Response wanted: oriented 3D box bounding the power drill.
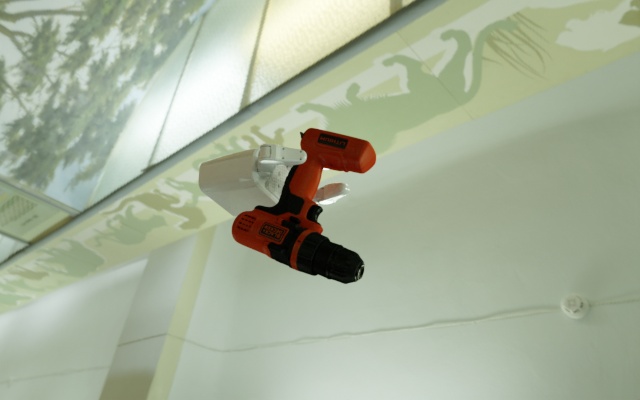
[{"bbox_3d":[0.000,0.002,0.609,0.184,0.187,0.057,18,-25,25],"label":"power drill"}]
